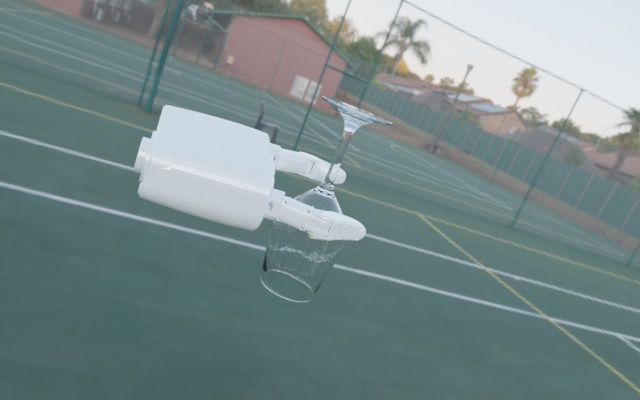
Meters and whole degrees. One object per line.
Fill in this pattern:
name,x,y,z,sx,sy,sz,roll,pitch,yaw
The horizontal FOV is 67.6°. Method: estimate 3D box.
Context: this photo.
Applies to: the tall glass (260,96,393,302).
tall glass,0.000,0.001,0.487,0.079,0.201,0.079,20,14,-5
